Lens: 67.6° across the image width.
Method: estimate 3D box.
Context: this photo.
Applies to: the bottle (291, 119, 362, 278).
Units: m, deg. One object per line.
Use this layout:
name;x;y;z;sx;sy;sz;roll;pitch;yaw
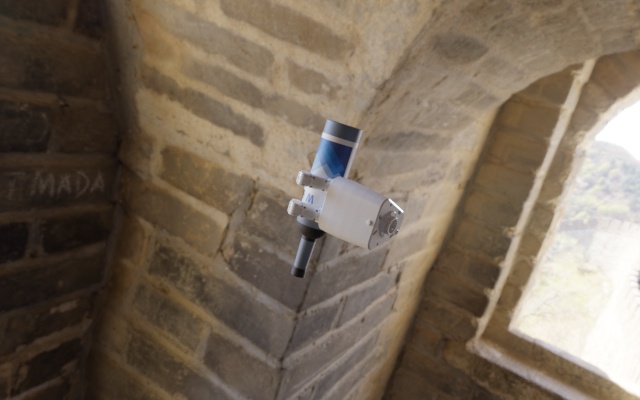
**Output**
bottle;0.000;0.003;0.877;0.069;0.296;0.069;17;10;-3
